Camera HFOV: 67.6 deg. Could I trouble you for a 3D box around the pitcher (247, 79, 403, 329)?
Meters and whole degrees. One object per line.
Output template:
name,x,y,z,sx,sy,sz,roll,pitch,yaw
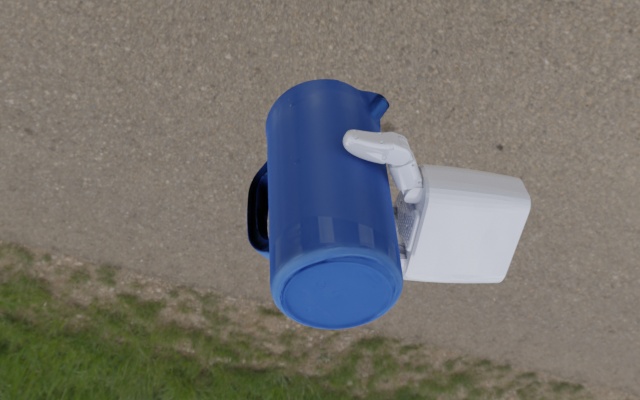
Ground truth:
pitcher,0.000,0.002,0.472,0.145,0.149,0.242,5,41,-8
